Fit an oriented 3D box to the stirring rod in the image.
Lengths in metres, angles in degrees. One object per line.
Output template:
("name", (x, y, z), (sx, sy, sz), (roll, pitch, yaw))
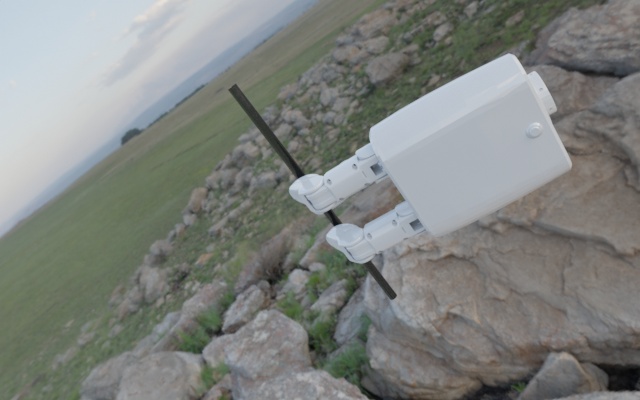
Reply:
("stirring rod", (0.000, 0.001, 0.412), (0.011, 0.239, 0.011), (-32, 20, 14))
